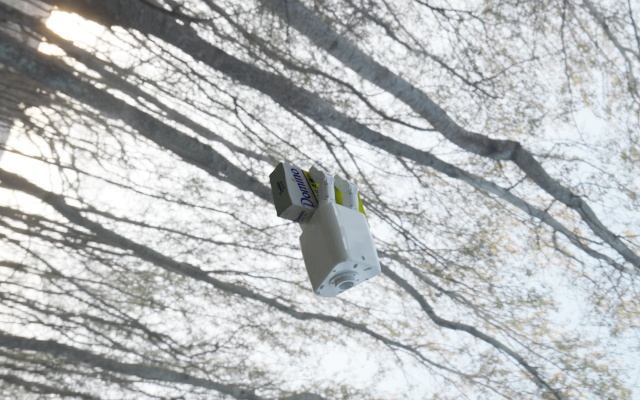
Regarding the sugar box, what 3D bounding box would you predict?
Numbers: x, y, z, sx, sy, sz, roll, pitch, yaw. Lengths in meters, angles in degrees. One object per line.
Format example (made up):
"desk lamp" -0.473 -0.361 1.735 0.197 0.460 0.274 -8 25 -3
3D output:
"sugar box" 0.001 0.002 0.815 0.176 0.093 0.048 20 -50 -39
